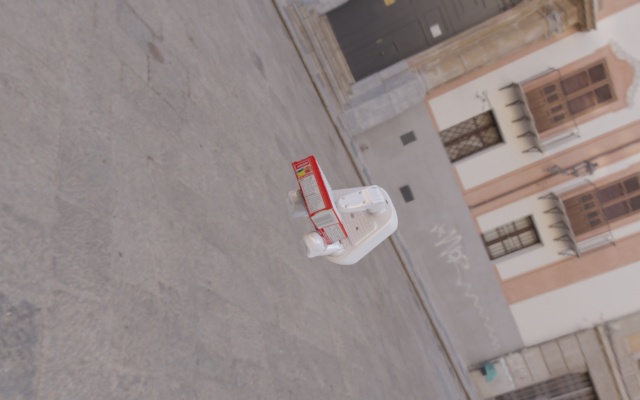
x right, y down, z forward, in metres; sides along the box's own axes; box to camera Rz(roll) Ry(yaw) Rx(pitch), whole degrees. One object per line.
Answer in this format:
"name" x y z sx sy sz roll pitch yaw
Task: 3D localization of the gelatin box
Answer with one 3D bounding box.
"gelatin box" 0.000 0.001 0.551 0.030 0.073 0.089 -21 -29 5
